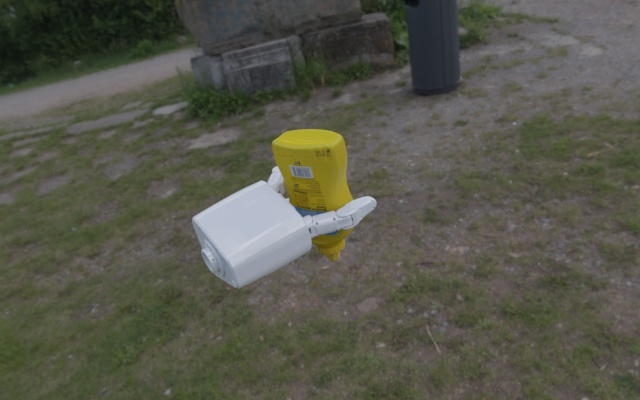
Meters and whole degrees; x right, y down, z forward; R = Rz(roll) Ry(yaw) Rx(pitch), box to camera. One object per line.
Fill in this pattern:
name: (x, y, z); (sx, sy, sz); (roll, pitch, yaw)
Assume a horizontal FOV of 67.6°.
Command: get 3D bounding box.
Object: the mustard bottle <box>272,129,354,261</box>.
mustard bottle: (0.000, 0.002, 0.642); (0.096, 0.192, 0.058); (7, 35, 31)
